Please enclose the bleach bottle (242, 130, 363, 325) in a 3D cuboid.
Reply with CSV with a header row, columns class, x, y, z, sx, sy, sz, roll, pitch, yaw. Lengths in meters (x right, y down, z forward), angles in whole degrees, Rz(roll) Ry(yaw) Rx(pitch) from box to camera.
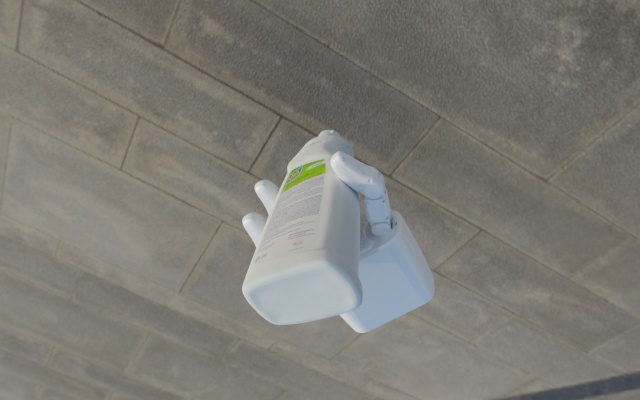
class,x,y,z,sx,sy,sz,roll,pitch,yaw
bleach bottle,0.000,0.002,0.486,0.102,0.068,0.250,-19,33,25
